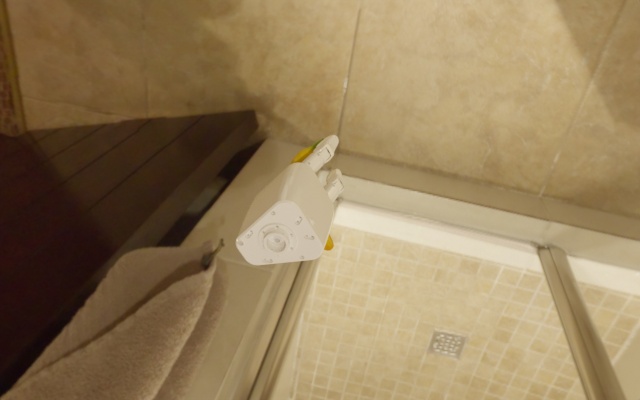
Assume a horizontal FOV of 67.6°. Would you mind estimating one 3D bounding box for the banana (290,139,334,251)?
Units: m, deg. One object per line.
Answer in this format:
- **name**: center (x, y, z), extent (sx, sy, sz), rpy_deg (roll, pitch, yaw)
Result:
- **banana**: center (-0.019, 0.000, 0.765), extent (0.069, 0.198, 0.037), rpy_deg (-2, 28, 5)
